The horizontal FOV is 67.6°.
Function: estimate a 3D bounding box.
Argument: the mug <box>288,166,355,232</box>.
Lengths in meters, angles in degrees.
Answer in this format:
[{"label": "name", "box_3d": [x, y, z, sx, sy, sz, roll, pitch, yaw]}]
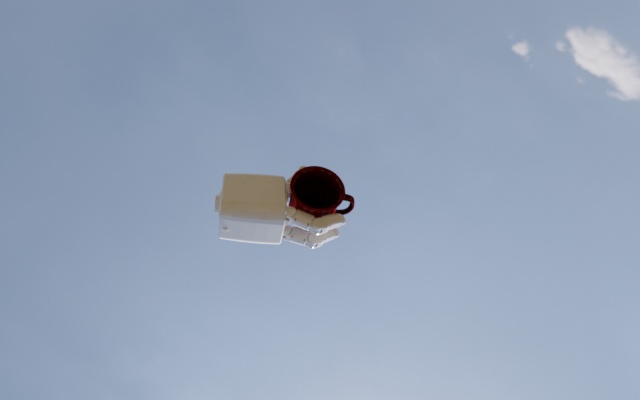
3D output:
[{"label": "mug", "box_3d": [0.002, 0.003, 0.822, 0.117, 0.093, 0.082, 5, -35, -9]}]
